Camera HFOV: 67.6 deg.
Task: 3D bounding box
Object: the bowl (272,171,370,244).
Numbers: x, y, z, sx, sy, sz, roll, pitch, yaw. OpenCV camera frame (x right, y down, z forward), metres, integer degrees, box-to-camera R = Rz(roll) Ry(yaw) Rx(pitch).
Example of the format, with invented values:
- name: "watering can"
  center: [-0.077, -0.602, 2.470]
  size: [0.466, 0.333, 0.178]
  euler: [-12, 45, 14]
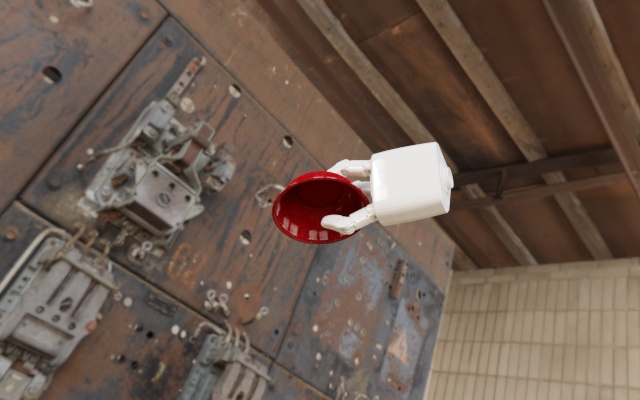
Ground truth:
- name: "bowl"
  center: [-0.001, 0.003, 0.800]
  size: [0.162, 0.055, 0.162]
  euler: [-2, -44, -2]
